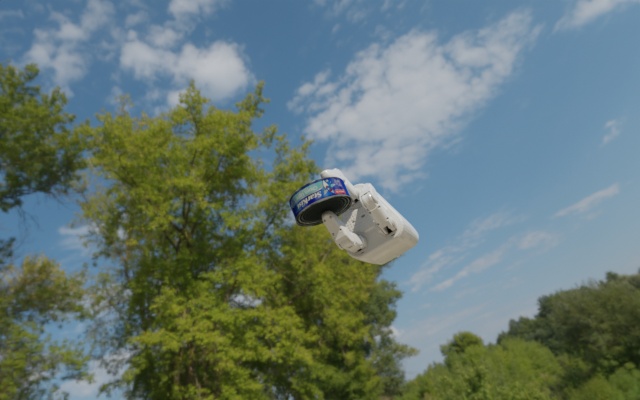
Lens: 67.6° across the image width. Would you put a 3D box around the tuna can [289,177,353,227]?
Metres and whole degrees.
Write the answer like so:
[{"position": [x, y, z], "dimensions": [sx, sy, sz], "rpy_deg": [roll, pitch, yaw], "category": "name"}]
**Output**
[{"position": [0.000, 0.002, 0.675], "dimensions": [0.086, 0.033, 0.086], "rpy_deg": [-19, -22, -8], "category": "tuna can"}]
